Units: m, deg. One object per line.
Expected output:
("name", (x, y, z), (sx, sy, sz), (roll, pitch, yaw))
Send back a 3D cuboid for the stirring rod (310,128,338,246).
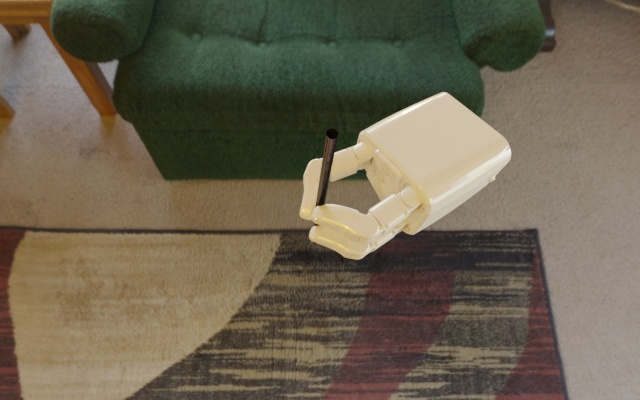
("stirring rod", (0.000, 0.001, 0.425), (0.011, 0.011, 0.240), (0, -22, -4))
